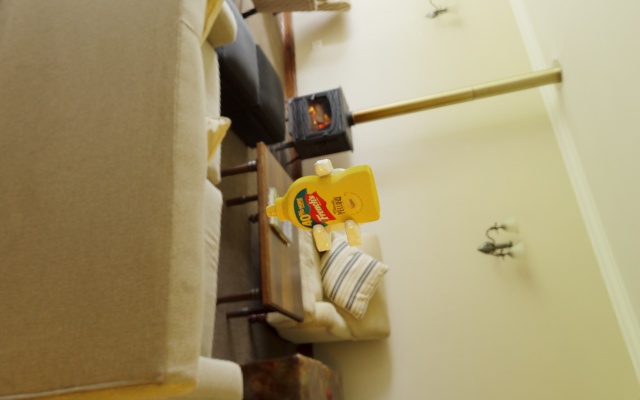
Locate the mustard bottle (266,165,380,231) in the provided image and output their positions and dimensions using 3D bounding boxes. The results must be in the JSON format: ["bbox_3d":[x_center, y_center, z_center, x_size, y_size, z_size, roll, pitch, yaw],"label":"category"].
[{"bbox_3d":[0.000,0.003,0.811,0.191,0.096,0.058,-10,28,12],"label":"mustard bottle"}]
